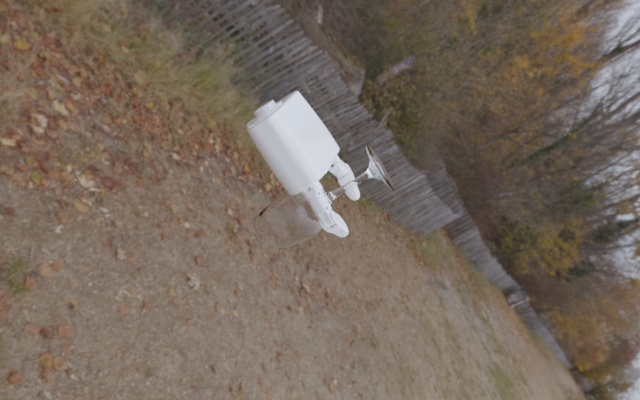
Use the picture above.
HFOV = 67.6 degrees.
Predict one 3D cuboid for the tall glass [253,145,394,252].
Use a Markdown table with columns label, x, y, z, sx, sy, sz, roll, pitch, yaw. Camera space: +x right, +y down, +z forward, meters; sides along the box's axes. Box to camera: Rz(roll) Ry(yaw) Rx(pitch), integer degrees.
| label | x | y | z | sx | sy | sz | roll | pitch | yaw |
| --- | --- | --- | --- | --- | --- | --- | --- | --- | --- |
| tall glass | 0.001 | 0.002 | 0.689 | 0.201 | 0.079 | 0.079 | -30 | -9 | 16 |
